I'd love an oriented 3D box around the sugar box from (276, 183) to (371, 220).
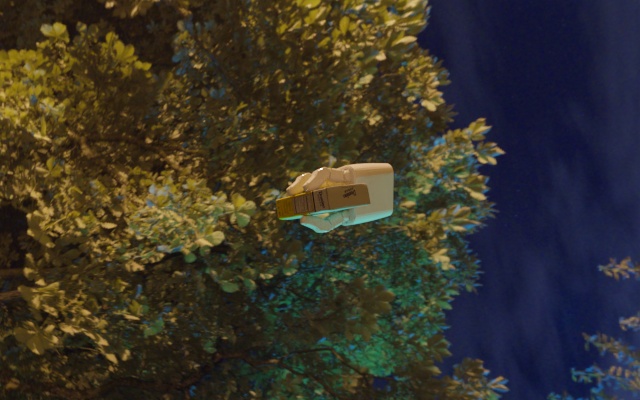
[{"bbox_3d":[0.000,0.002,0.878,0.093,0.048,0.176,-8,-5,-35],"label":"sugar box"}]
